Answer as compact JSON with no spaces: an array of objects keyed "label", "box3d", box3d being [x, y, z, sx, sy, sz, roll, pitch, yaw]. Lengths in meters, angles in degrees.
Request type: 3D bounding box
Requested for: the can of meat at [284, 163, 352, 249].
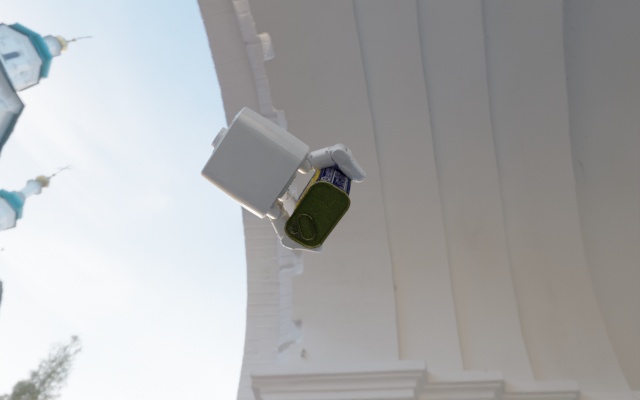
[{"label":"can of meat","box3d":[0.000,0.002,0.659,0.057,0.102,0.084,31,27,-8]}]
